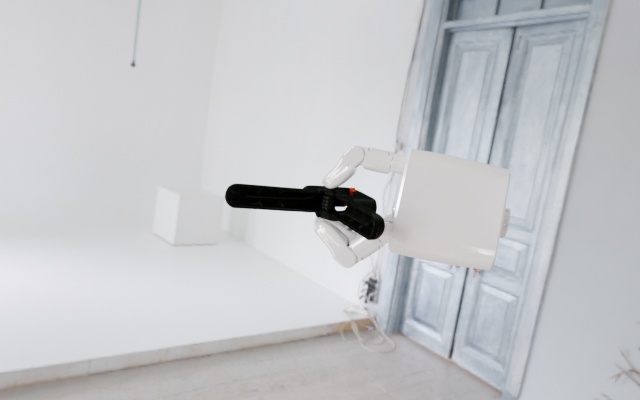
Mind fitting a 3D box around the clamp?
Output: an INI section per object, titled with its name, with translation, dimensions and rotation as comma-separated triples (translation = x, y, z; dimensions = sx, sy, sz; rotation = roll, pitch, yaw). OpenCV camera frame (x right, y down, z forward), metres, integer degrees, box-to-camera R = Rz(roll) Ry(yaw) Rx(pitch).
[clamp]
translation = 0.001, 0.001, 0.543
dimensions = 0.164, 0.036, 0.210
rotation = 12, 8, 12
